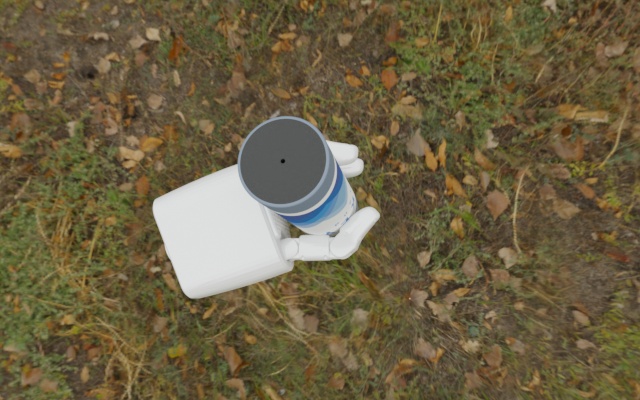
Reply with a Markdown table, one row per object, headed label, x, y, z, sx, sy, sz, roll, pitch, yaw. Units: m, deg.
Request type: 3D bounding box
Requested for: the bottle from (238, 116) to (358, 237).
| label | x | y | z | sx | sy | sz | roll | pitch | yaw |
| --- | --- | --- | --- | --- | --- | --- | --- | --- | --- |
| bottle | 0.000 | 0.001 | 0.473 | 0.069 | 0.069 | 0.296 | 0 | -11 | 11 |
